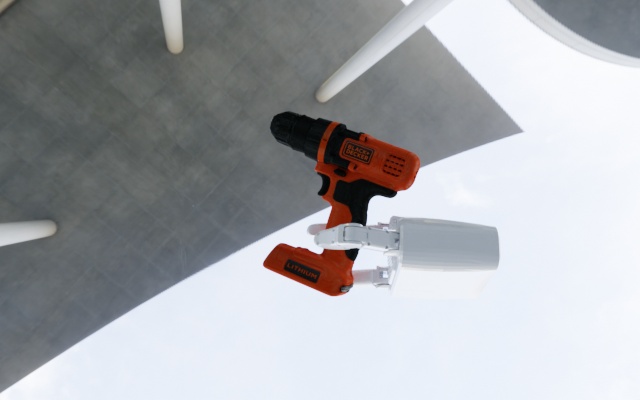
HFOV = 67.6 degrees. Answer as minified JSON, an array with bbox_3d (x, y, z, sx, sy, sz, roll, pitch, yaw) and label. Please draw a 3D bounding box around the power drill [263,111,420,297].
[{"bbox_3d":[0.000,0.002,0.554,0.184,0.187,0.057,22,4,17],"label":"power drill"}]
